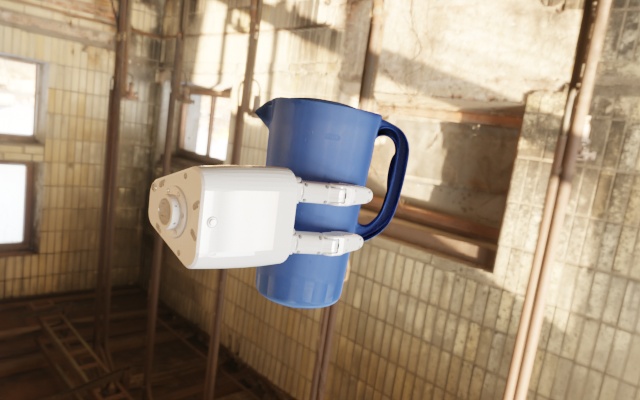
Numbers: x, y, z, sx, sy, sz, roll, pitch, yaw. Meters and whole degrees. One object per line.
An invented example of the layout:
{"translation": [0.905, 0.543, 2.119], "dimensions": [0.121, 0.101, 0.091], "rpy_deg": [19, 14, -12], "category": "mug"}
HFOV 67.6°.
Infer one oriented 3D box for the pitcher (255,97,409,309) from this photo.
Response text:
{"translation": [0.000, 0.002, 0.581], "dimensions": [0.145, 0.243, 0.149], "rpy_deg": [0, 12, -45], "category": "pitcher"}
